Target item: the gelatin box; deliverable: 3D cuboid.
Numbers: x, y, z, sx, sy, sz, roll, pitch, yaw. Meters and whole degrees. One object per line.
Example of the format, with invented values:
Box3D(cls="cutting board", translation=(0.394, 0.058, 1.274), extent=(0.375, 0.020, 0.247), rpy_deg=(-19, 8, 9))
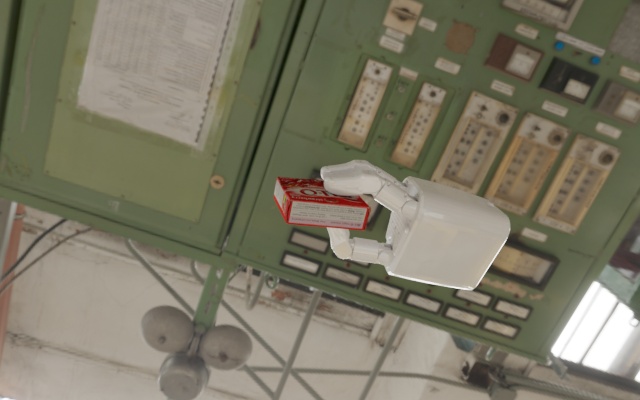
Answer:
Box3D(cls="gelatin box", translation=(0.000, 0.002, 0.513), extent=(0.089, 0.030, 0.073), rpy_deg=(5, 20, -18))
